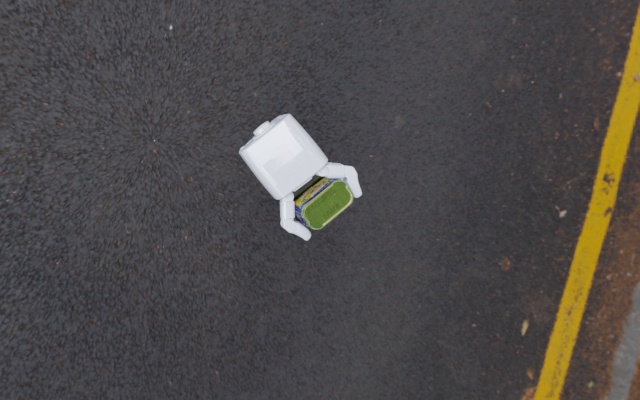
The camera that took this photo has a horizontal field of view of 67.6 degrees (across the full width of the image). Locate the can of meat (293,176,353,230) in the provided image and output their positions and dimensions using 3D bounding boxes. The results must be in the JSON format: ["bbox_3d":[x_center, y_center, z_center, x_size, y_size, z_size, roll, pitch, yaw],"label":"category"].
[{"bbox_3d":[0.000,0.003,0.849,0.102,0.057,0.084,-40,17,-11],"label":"can of meat"}]
